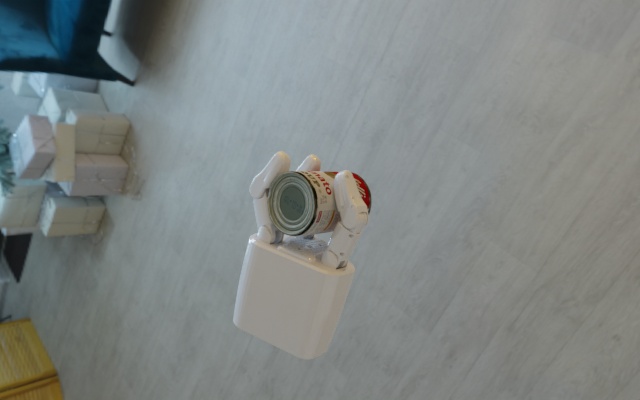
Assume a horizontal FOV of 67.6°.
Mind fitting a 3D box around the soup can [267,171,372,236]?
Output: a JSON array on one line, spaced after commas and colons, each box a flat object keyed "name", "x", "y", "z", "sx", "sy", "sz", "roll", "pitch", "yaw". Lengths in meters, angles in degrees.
[{"name": "soup can", "x": 0.000, "y": 0.001, "z": 0.520, "sx": 0.068, "sy": 0.068, "sz": 0.102, "roll": 0, "pitch": 2, "yaw": 38}]
